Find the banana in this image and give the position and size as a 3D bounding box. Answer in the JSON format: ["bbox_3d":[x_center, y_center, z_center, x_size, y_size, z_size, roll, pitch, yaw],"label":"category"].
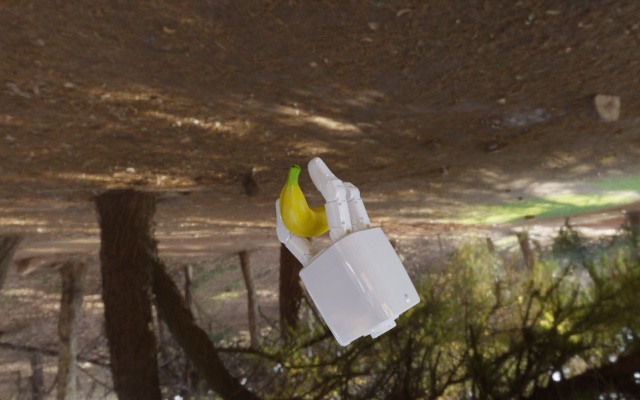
[{"bbox_3d":[-0.012,0.016,0.616,0.037,0.069,0.198,35,-2,20],"label":"banana"}]
